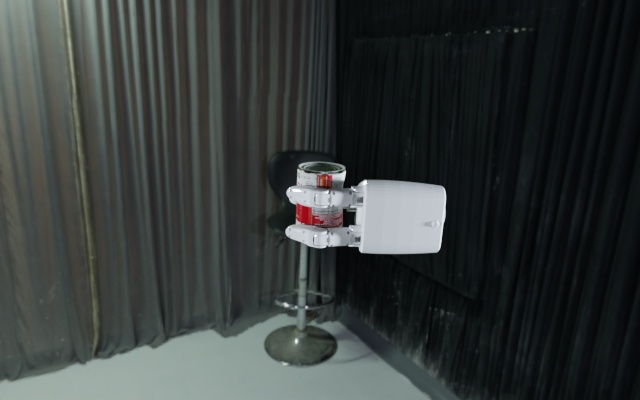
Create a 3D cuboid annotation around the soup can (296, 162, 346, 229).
[{"bbox_3d":[0.000,0.002,0.667,0.068,0.102,0.068,2,16,-1],"label":"soup can"}]
